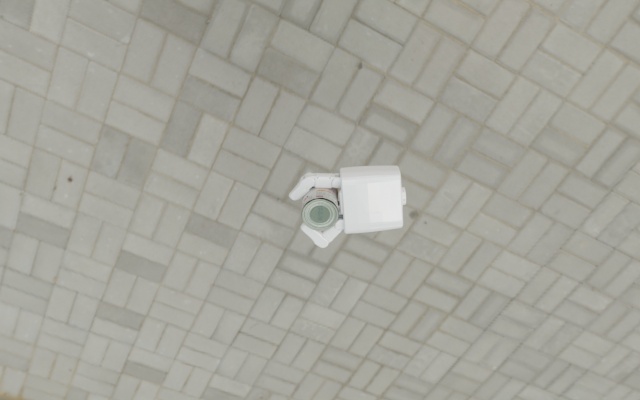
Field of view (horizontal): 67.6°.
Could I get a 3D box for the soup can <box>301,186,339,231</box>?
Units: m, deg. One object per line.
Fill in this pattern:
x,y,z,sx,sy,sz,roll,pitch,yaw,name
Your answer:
0.000,0.003,0.874,0.068,0.068,0.102,0,28,0,soup can
